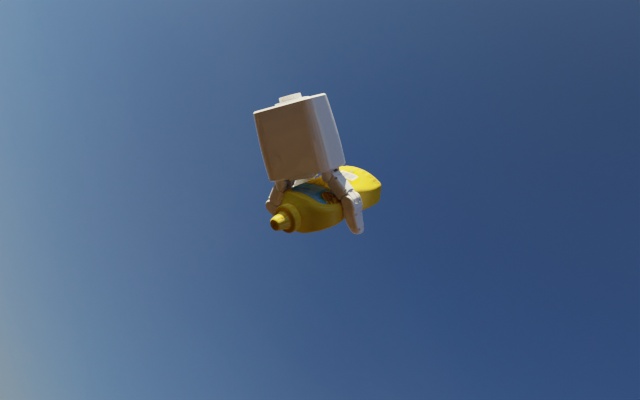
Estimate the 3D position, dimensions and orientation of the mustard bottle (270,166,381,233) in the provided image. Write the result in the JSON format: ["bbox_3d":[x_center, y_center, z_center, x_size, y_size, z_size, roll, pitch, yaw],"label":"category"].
[{"bbox_3d":[0.000,0.003,0.710,0.096,0.058,0.191,25,34,34],"label":"mustard bottle"}]
